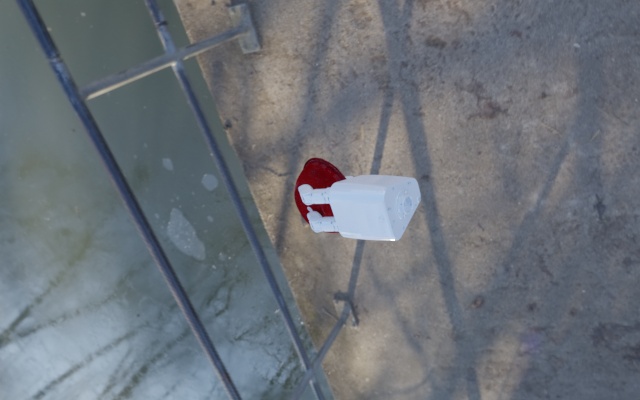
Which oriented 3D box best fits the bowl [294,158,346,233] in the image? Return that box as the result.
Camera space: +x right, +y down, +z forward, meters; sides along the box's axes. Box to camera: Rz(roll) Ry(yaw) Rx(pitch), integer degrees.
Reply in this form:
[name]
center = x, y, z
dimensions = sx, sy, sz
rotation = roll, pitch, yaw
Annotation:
[bowl]
center = -0.001, 0.003, 0.900
dimensions = 0.055, 0.162, 0.162
rotation = -32, 16, -28
